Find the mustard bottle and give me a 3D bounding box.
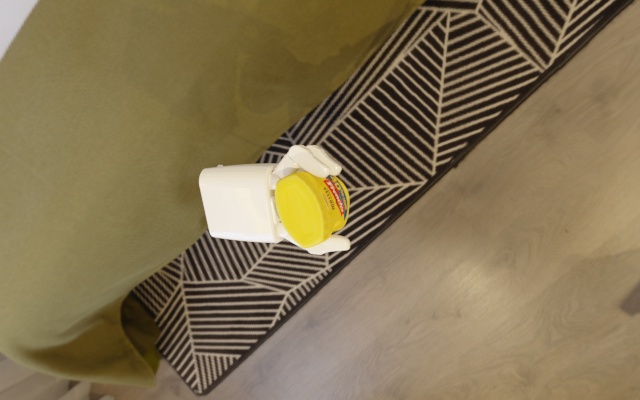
[{"bbox_3d":[0.000,0.002,0.683,0.058,0.096,0.191,-24,0,18],"label":"mustard bottle"}]
